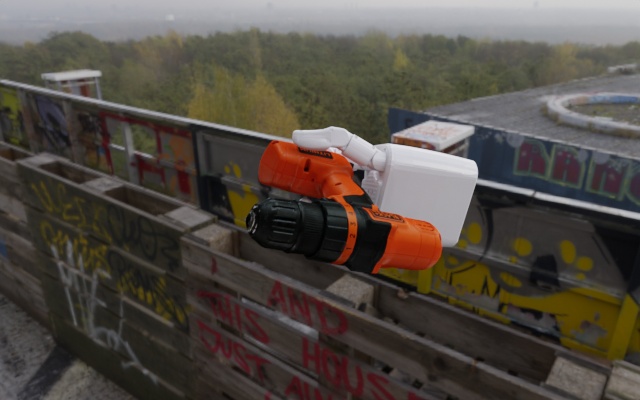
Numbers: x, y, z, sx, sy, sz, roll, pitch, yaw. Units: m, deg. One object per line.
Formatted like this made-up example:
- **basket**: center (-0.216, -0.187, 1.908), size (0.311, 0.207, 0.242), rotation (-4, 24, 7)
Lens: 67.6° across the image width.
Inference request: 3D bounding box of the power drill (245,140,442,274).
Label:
- **power drill**: center (0.000, 0.001, 0.461), size (0.184, 0.057, 0.187), rotation (12, 21, -28)
